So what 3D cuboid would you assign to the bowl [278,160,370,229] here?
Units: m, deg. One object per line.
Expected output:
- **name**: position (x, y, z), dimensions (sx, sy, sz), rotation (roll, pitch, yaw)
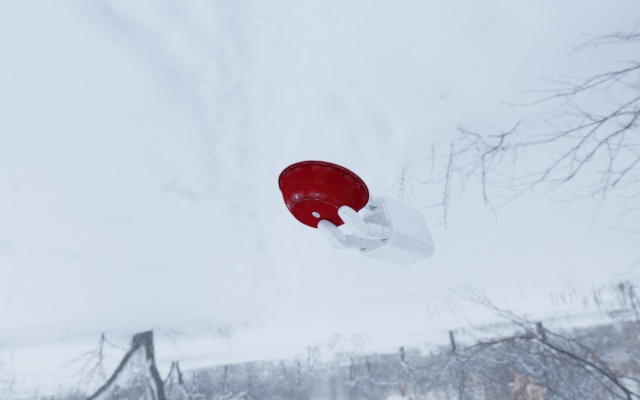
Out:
- **bowl**: position (-0.001, 0.003, 0.813), dimensions (0.162, 0.055, 0.162), rotation (9, -34, 6)
